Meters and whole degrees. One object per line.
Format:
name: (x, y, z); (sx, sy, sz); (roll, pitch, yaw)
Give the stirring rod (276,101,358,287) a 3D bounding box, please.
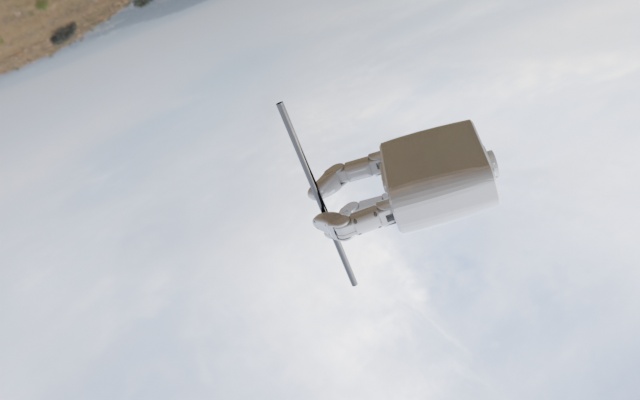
stirring rod: (0.000, 0.002, 0.537); (0.011, 0.240, 0.011); (-18, 25, 9)
